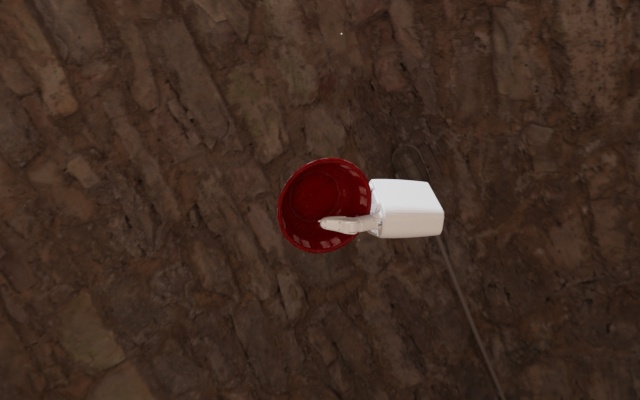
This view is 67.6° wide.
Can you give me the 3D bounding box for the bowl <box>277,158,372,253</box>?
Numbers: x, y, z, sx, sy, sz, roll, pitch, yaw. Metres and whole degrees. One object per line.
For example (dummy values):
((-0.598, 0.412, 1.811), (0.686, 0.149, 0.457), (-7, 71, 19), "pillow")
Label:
((-0.001, 0.002, 0.780), (0.162, 0.162, 0.055), (0, 19, -22), "bowl")
